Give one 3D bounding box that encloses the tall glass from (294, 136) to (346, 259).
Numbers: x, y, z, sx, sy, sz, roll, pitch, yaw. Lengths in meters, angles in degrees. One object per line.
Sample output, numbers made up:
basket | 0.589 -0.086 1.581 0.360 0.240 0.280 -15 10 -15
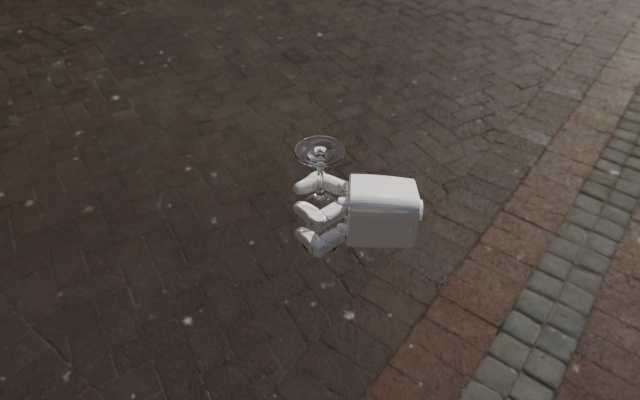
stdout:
tall glass | 0.000 0.002 0.746 0.079 0.201 0.079 0 42 0
